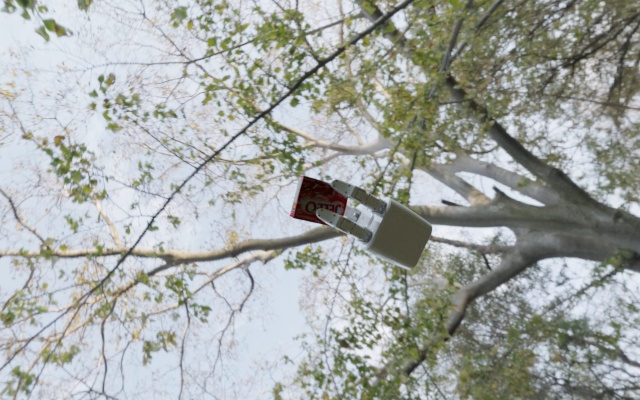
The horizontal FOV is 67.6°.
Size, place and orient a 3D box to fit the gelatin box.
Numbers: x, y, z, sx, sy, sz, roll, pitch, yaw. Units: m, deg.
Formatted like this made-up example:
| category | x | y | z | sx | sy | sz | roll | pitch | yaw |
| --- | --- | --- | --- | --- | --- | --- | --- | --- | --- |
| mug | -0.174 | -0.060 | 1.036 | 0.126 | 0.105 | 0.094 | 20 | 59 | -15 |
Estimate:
| category | x | y | z | sx | sy | sz | roll | pitch | yaw |
| --- | --- | --- | --- | --- | --- | --- | --- | --- | --- |
| gelatin box | 0.000 | 0.002 | 0.805 | 0.089 | 0.073 | 0.030 | 14 | 2 | -19 |
